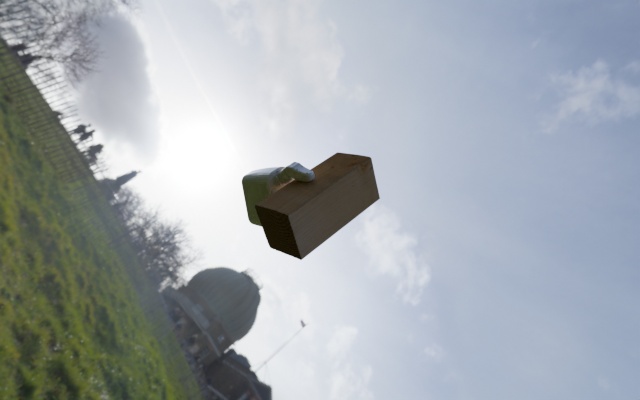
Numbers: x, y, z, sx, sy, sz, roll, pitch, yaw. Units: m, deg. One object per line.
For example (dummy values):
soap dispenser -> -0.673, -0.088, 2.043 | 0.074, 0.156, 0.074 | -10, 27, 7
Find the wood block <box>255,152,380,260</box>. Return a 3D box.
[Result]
wood block -> 0.000, 0.002, 0.839 | 0.090, 0.091, 0.206 | 14, 40, 45
